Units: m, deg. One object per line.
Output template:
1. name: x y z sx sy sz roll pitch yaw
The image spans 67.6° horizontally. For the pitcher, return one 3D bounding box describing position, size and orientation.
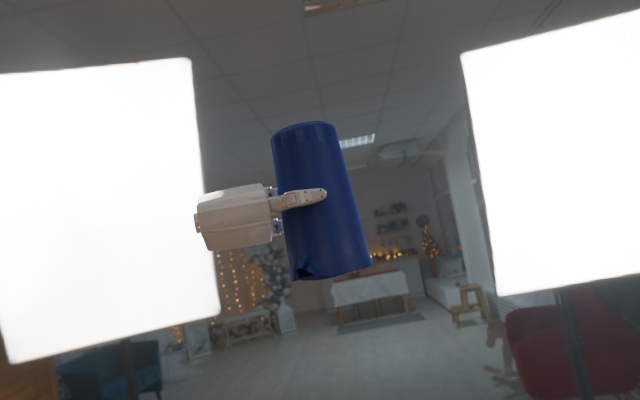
1. pitcher: 0.000 0.003 0.775 0.145 0.243 0.149 -11 -4 -10
